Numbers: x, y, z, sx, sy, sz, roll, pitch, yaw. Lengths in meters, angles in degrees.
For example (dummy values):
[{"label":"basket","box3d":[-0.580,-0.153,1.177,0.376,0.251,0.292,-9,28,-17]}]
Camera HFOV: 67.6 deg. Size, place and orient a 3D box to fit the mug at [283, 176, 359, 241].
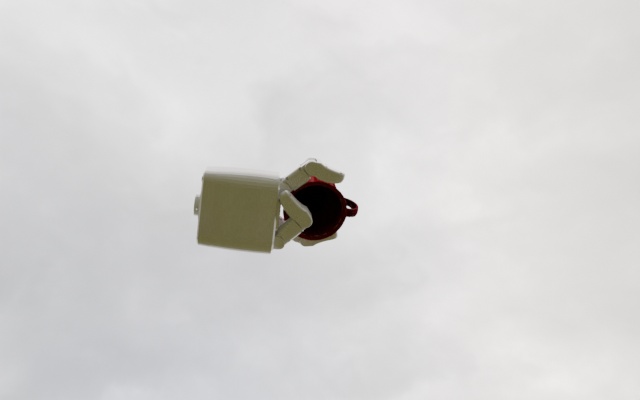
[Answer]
[{"label":"mug","box3d":[0.002,0.002,0.725,0.117,0.093,0.081,6,22,-9]}]
